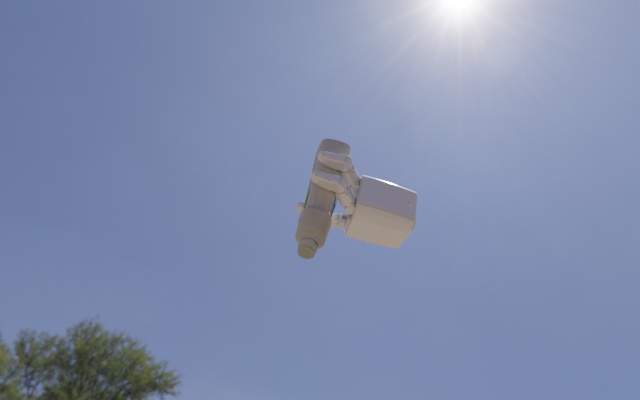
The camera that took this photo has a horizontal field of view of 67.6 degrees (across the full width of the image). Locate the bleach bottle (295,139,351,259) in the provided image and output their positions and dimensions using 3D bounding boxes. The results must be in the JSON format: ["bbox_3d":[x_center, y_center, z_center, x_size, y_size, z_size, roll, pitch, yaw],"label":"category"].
[{"bbox_3d":[0.000,0.003,0.836,0.068,0.103,0.250,15,45,1],"label":"bleach bottle"}]
